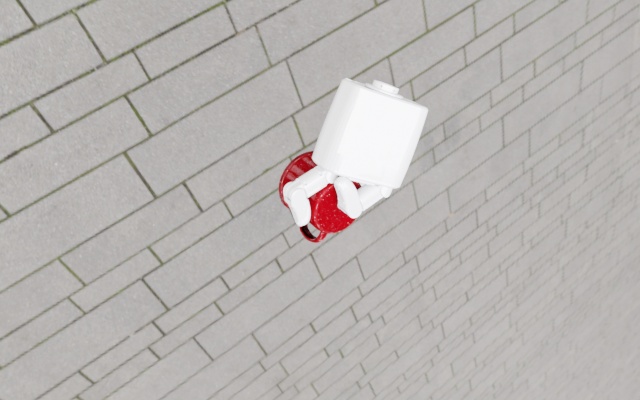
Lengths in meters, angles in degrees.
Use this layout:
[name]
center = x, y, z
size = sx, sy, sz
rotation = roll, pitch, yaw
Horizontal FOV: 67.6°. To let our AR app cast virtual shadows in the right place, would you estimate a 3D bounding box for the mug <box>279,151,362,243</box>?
[mug]
center = 0.000, 0.003, 0.640
size = 0.093, 0.117, 0.081
rotation = 4, 24, -38
